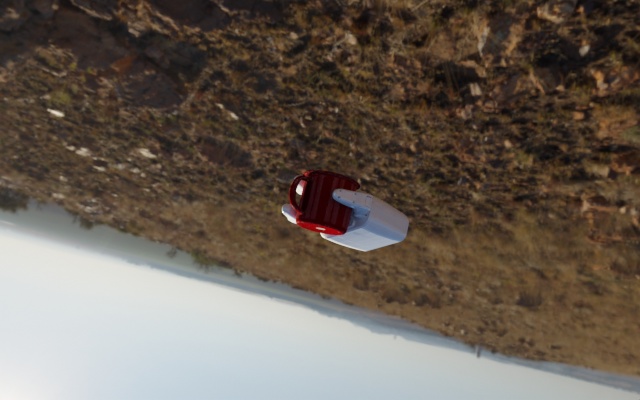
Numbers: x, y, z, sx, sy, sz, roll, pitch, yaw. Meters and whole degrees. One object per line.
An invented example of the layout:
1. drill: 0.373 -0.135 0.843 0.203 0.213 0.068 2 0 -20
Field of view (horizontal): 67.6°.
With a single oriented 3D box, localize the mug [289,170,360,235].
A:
1. mug: -0.001 0.002 0.735 0.117 0.081 0.093 24 -16 -40
